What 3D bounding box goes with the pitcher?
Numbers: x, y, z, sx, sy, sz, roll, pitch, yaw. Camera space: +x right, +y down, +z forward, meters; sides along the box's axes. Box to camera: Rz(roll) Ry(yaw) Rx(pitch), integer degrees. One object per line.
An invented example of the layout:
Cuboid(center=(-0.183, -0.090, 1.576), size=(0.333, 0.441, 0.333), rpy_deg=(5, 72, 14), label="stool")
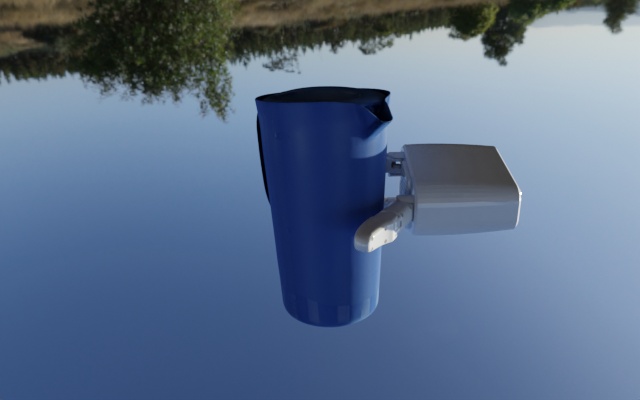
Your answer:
Cuboid(center=(0.000, 0.002, 0.512), size=(0.145, 0.243, 0.149), rpy_deg=(-2, 18, 2), label="pitcher")
